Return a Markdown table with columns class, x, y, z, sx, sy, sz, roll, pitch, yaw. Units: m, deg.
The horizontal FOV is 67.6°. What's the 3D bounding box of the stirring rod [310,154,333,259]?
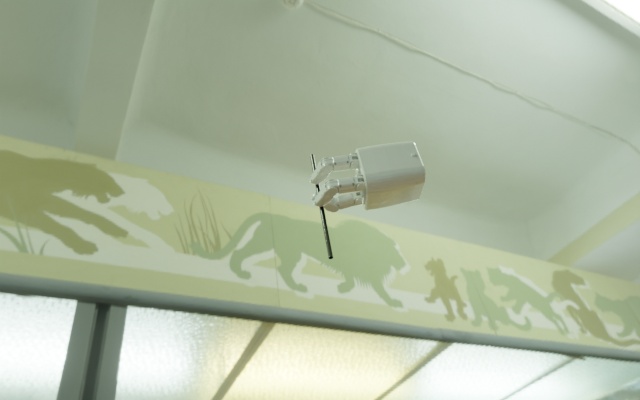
| class | x | y | z | sx | sy | sz | roll | pitch | yaw |
| --- | --- | --- | --- | --- | --- | --- | --- | --- | --- |
| stirring rod | 0.000 | 0.003 | 0.852 | 0.011 | 0.239 | 0.011 | -6 | -40 | -5 |
